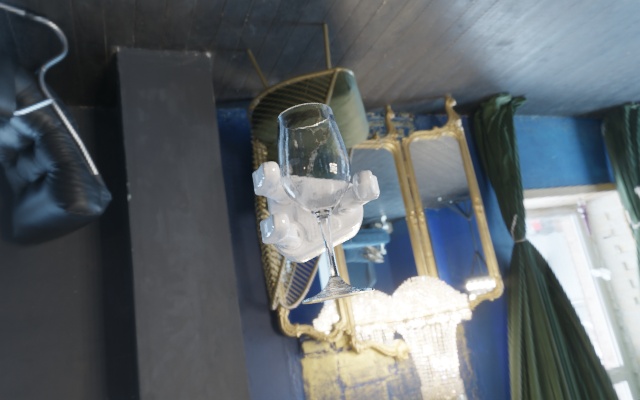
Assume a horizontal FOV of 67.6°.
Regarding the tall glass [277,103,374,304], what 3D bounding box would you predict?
[{"bbox_3d":[0.000,0.002,0.502,0.079,0.201,0.079,-10,-14,-2],"label":"tall glass"}]
